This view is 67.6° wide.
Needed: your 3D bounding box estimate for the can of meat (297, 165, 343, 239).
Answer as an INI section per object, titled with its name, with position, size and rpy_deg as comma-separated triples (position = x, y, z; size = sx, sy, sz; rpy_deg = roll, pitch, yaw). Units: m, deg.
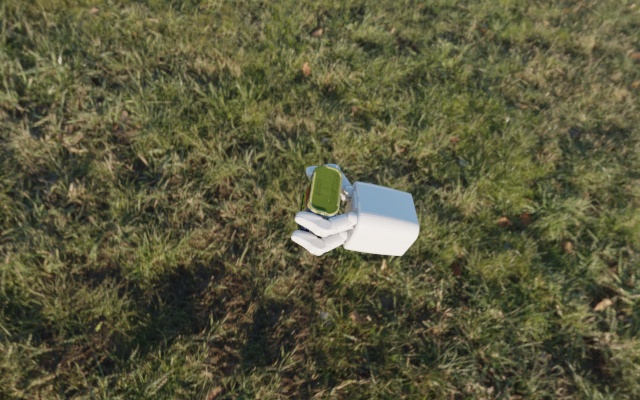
[can of meat]
position = 0.000, 0.002, 0.812
size = 0.057, 0.102, 0.084
rpy_deg = 13, -35, -8
